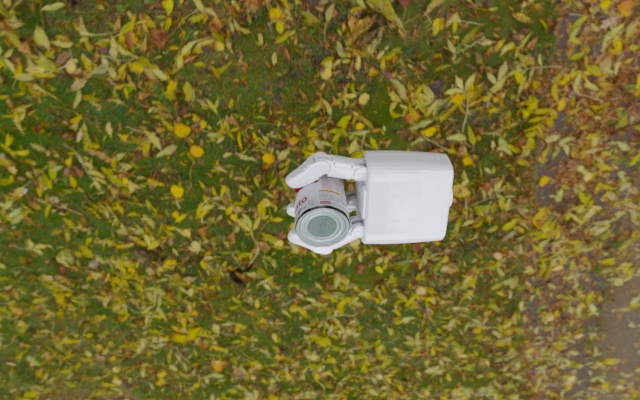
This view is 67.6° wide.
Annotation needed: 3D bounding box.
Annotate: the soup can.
[{"bbox_3d":[0.000,0.002,0.608,0.068,0.069,0.102,0,39,-4],"label":"soup can"}]
